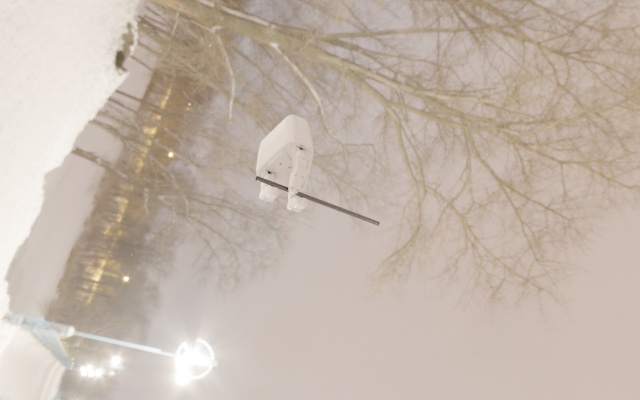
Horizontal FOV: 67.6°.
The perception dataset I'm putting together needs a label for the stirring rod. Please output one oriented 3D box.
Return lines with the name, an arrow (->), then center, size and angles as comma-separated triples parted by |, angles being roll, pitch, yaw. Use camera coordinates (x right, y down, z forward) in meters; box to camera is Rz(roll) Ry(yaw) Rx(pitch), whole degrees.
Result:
stirring rod -> 0.000, 0.003, 0.829 | 0.239, 0.011, 0.011 | 21, -7, -20
